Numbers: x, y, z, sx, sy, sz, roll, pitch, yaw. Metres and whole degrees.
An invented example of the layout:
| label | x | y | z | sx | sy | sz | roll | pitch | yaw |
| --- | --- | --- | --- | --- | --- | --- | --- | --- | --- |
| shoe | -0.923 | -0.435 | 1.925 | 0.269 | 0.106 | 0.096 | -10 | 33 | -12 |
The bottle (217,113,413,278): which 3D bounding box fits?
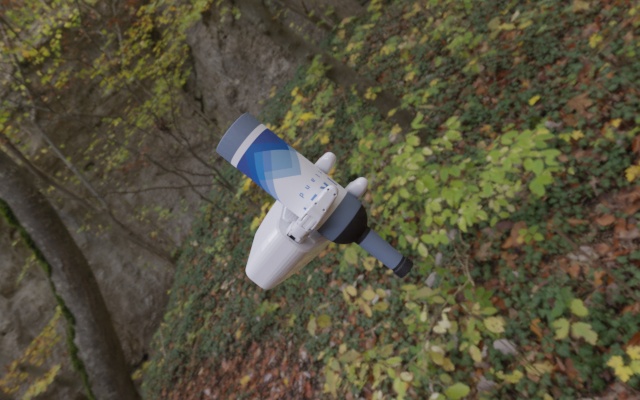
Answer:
| label | x | y | z | sx | sy | sz | roll | pitch | yaw |
| --- | --- | --- | --- | --- | --- | --- | --- | --- | --- |
| bottle | 0.000 | 0.002 | 0.631 | 0.296 | 0.069 | 0.069 | 38 | -2 | -2 |
